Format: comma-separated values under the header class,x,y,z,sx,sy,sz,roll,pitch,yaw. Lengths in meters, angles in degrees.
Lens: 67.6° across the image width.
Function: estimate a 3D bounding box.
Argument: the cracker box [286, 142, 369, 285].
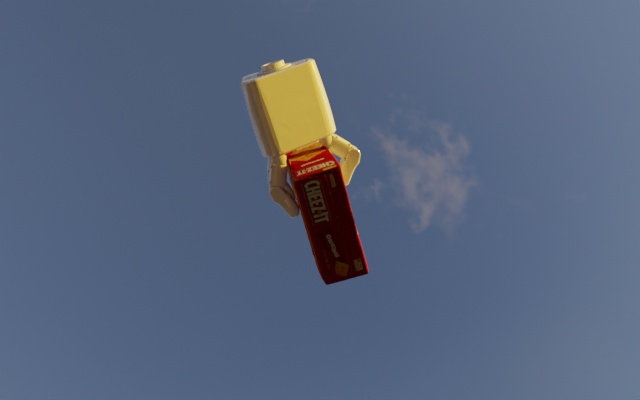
class,x,y,z,sx,sy,sz,roll,pitch,yaw
cracker box,0.000,0.002,0.724,0.072,0.164,0.213,-17,21,-2
